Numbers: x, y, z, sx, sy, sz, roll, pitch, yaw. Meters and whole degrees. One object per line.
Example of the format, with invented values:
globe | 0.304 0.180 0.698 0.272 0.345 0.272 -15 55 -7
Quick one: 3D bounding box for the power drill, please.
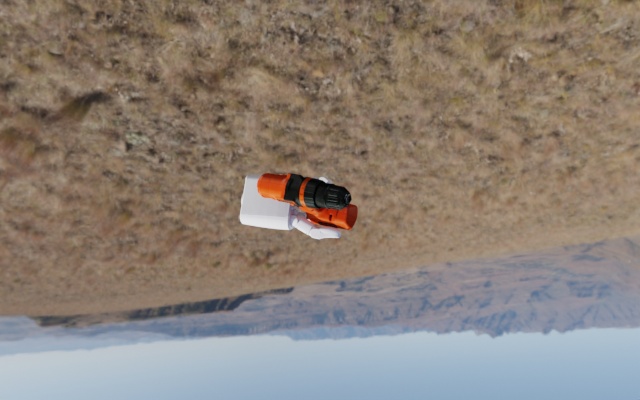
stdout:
power drill | 0.000 0.003 0.884 0.184 0.057 0.188 12 -12 30
